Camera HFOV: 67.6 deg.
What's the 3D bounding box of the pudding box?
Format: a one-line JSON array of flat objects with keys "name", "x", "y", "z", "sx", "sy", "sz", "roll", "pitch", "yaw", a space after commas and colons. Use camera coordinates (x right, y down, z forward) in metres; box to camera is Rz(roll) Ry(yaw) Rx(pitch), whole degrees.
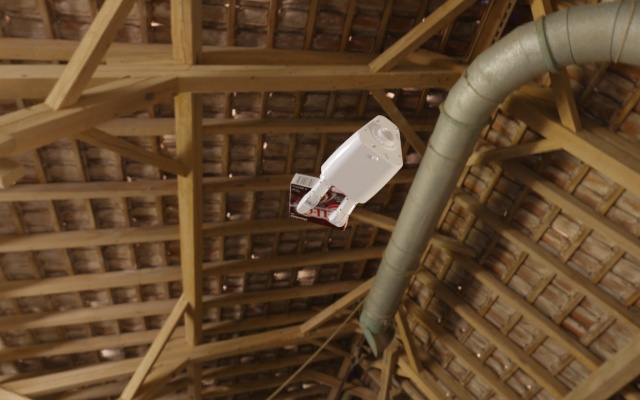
[{"name": "pudding box", "x": 0.000, "y": 0.003, "z": 0.888, "sx": 0.113, "sy": 0.090, "sz": 0.039, "roll": 15, "pitch": 44, "yaw": 9}]
